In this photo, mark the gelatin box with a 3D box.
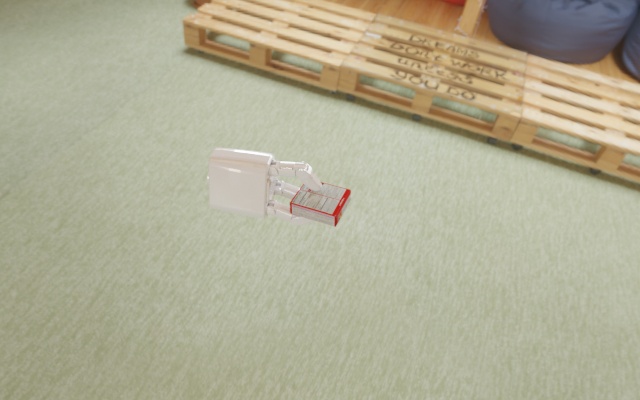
[{"bbox_3d":[0.000,0.002,0.839,0.089,0.030,0.073,15,45,18],"label":"gelatin box"}]
